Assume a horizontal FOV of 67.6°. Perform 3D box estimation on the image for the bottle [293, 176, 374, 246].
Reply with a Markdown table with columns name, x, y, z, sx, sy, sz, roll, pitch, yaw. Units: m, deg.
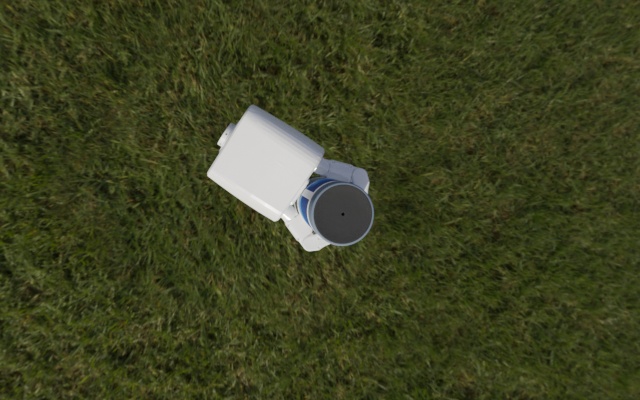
| name | x | y | z | sx | sy | sz | roll | pitch | yaw |
| --- | --- | --- | --- | --- | --- | --- | --- | --- | --- |
| bottle | 0.000 | 0.002 | 0.636 | 0.069 | 0.069 | 0.295 | 0 | 5 | -9 |
